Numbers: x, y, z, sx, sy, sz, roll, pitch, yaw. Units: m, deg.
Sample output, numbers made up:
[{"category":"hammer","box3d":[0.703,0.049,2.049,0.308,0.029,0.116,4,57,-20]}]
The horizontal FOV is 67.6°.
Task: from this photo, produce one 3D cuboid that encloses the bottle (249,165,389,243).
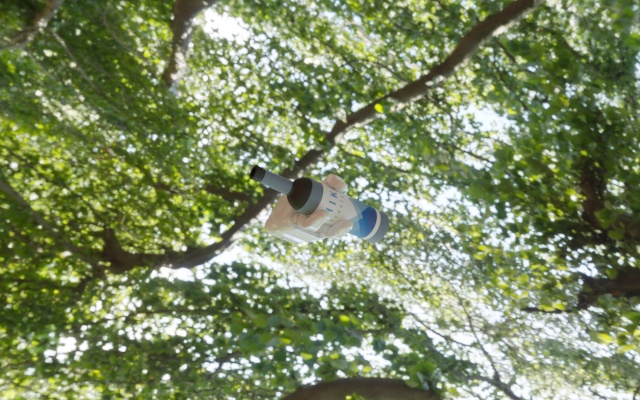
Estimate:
[{"category":"bottle","box3d":[0.000,0.003,0.900,0.296,0.069,0.069,24,-13,-29]}]
